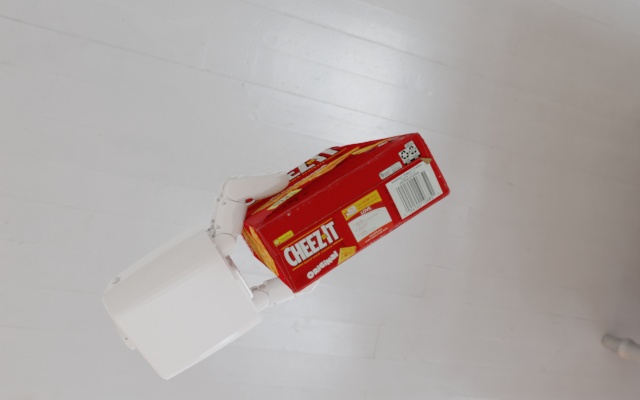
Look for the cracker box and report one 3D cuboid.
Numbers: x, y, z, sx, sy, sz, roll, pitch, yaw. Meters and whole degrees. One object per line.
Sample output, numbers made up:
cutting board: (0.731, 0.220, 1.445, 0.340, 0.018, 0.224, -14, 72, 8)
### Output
cracker box: (0.000, 0.002, 0.487, 0.164, 0.072, 0.213, -32, 12, -13)
